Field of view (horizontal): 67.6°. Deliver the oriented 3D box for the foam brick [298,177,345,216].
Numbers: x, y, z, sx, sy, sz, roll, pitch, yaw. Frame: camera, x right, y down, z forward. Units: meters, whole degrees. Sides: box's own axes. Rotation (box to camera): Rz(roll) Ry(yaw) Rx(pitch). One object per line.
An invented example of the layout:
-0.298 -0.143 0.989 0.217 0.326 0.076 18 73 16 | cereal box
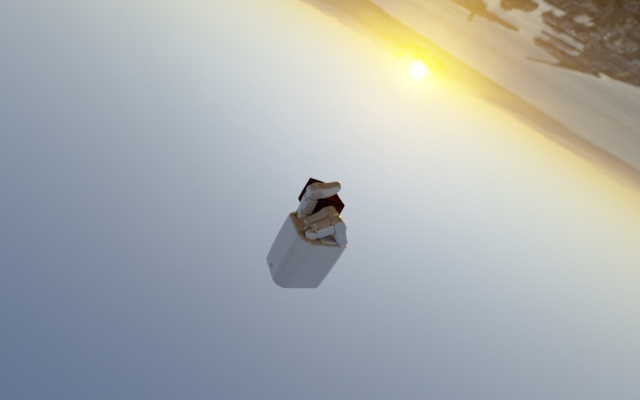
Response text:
0.000 0.003 0.877 0.053 0.051 0.078 19 23 -29 | foam brick
